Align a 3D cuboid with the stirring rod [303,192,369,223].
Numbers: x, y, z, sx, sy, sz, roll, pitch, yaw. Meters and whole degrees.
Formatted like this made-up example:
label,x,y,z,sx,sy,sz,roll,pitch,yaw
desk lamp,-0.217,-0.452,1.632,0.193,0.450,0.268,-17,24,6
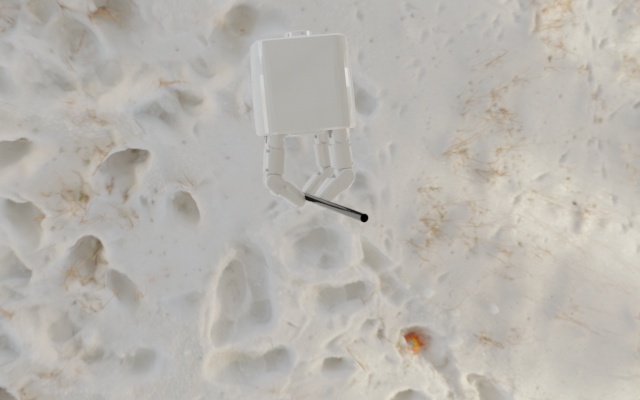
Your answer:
label,x,y,z,sx,sy,sz,roll,pitch,yaw
stirring rod,0.000,0.002,0.529,0.011,0.011,0.239,0,6,-19
